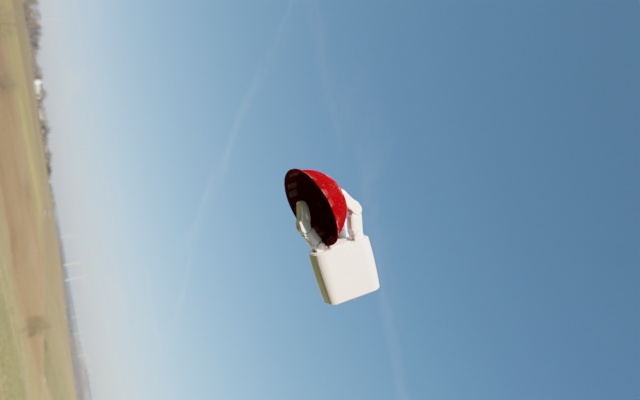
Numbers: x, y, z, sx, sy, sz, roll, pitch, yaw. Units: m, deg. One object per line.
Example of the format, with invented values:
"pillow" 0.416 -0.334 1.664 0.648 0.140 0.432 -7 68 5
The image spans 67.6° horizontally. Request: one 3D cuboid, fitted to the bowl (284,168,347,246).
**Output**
"bowl" 0.000 0.002 0.895 0.055 0.162 0.162 -30 14 -26
